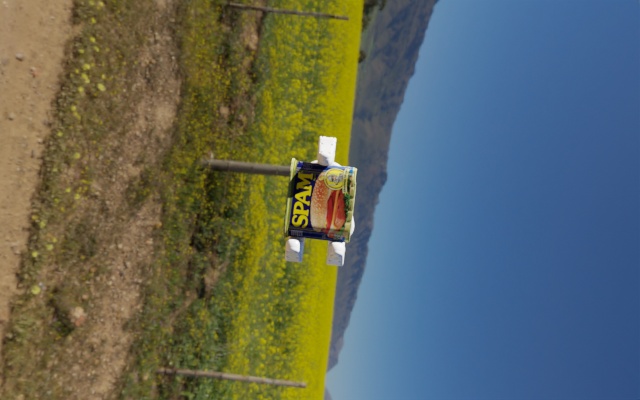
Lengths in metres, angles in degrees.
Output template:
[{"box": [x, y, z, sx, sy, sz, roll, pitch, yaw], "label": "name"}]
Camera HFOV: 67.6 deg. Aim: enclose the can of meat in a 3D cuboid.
[{"box": [0.000, 0.002, 0.613, 0.084, 0.102, 0.057, 7, -2, 1], "label": "can of meat"}]
